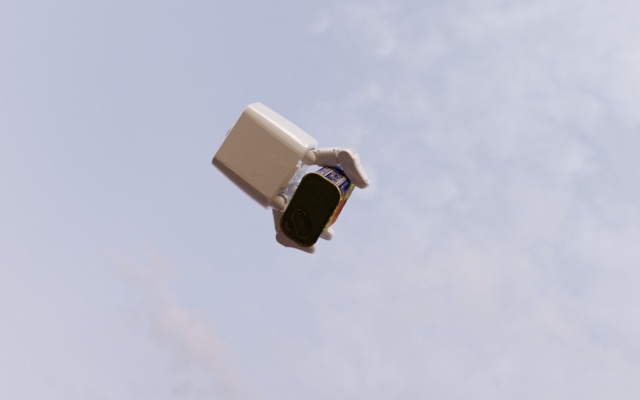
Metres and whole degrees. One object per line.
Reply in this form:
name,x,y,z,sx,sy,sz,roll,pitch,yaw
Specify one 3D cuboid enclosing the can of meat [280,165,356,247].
can of meat,0.000,0.002,0.648,0.057,0.102,0.084,33,26,9
